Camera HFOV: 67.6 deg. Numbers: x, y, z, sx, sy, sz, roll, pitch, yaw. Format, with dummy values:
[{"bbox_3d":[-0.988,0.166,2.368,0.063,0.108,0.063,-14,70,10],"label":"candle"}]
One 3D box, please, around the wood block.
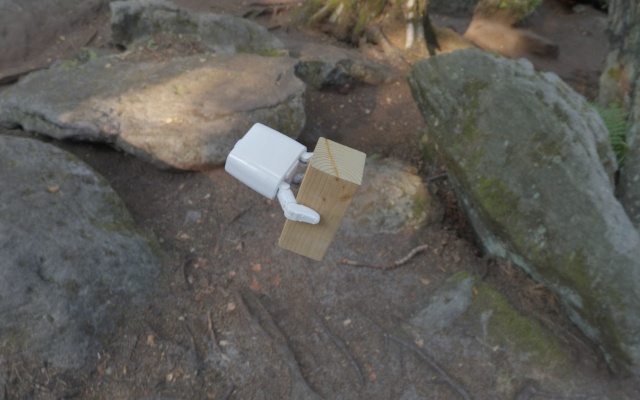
[{"bbox_3d":[0.000,0.003,0.864,0.090,0.206,0.090,21,42,-4],"label":"wood block"}]
